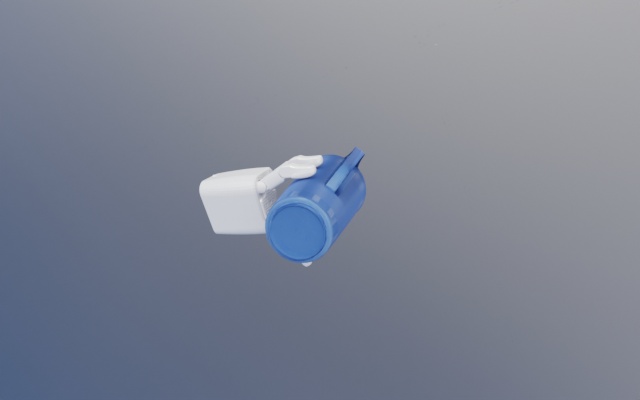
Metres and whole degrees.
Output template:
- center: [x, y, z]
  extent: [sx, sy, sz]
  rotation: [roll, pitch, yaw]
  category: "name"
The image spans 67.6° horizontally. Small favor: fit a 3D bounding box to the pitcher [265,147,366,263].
- center: [0.000, 0.003, 0.815]
  extent: [0.145, 0.149, 0.242]
  rotation: [-4, 17, 16]
  category: "pitcher"
